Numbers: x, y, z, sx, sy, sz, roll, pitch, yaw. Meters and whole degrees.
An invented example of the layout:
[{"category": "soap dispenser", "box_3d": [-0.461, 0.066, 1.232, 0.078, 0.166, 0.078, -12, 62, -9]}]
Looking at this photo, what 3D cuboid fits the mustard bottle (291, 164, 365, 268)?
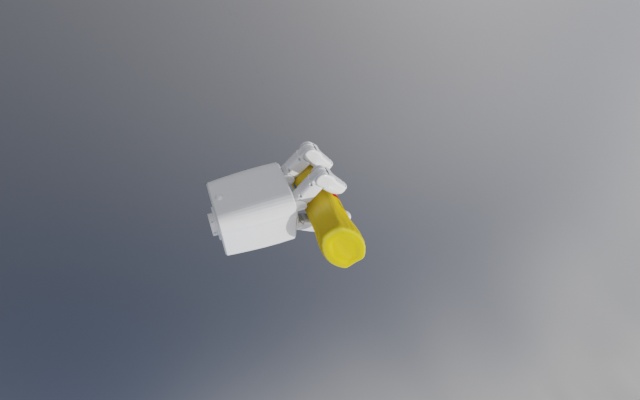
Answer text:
[{"category": "mustard bottle", "box_3d": [0.001, 0.002, 0.701, 0.058, 0.191, 0.096, -32, -41, 6]}]
